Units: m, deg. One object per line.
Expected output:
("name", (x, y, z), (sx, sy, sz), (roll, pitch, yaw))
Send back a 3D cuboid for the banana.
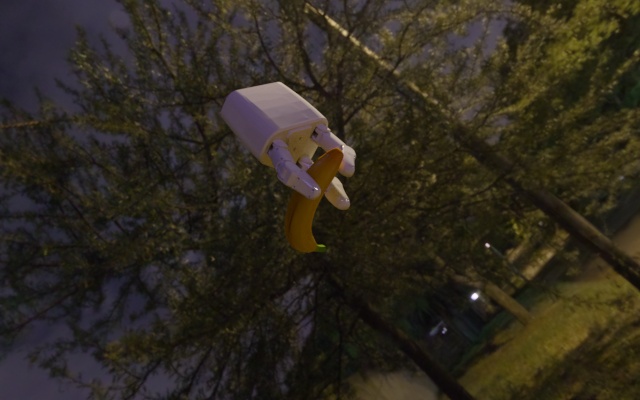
("banana", (-0.015, 0.011, 0.648), (0.069, 0.198, 0.037), (-25, 55, -30))
